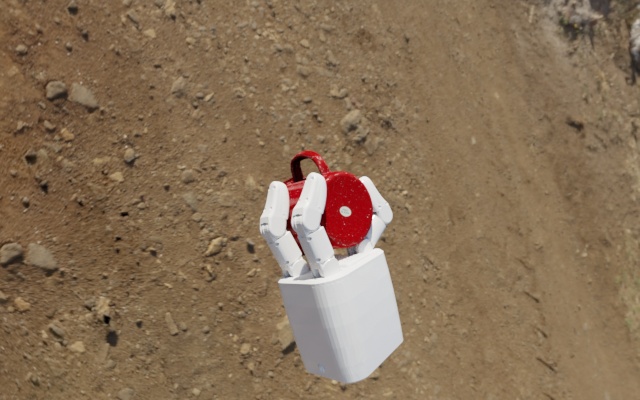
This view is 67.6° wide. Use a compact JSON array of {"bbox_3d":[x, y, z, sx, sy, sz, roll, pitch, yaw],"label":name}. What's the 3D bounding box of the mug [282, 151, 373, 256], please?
[{"bbox_3d":[0.000,0.000,0.526,0.093,0.117,0.081,-19,5,-38],"label":"mug"}]
